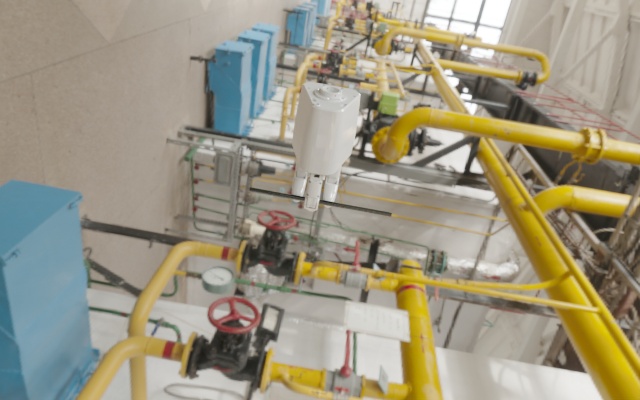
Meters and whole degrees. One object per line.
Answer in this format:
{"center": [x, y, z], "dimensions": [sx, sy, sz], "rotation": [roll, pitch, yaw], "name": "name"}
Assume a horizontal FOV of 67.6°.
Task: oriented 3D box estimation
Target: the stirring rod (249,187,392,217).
{"center": [0.000, 0.003, 0.799], "dimensions": [0.239, 0.011, 0.011], "rotation": [10, 0, 0], "name": "stirring rod"}
